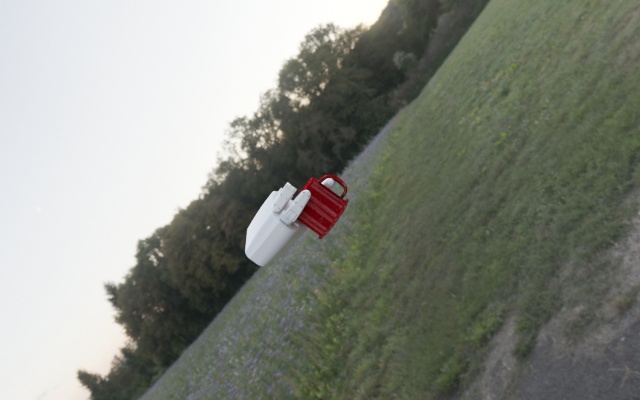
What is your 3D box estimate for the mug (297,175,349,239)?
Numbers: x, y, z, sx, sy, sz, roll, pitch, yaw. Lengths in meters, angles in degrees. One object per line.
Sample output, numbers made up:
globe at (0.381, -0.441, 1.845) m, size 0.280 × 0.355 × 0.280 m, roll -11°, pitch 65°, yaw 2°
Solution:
mug at (0.001, 0.002, 0.888) m, size 0.081 × 0.117 × 0.093 m, roll 36°, pitch 22°, yaw -5°
